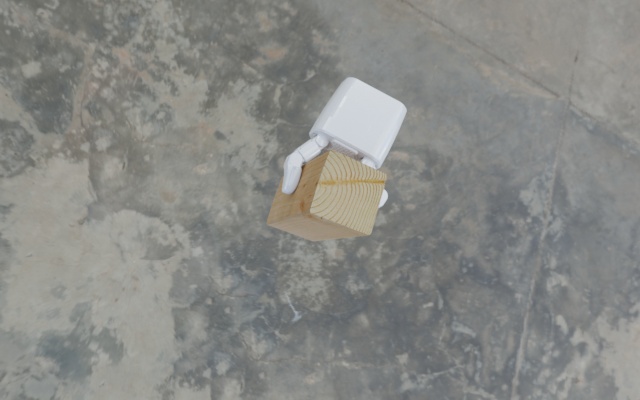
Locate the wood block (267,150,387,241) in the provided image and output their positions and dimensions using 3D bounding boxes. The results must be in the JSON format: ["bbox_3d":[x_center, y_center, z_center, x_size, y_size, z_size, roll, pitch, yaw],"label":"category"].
[{"bbox_3d":[0.000,0.002,0.705,0.091,0.090,0.206,22,-14,-17],"label":"wood block"}]
